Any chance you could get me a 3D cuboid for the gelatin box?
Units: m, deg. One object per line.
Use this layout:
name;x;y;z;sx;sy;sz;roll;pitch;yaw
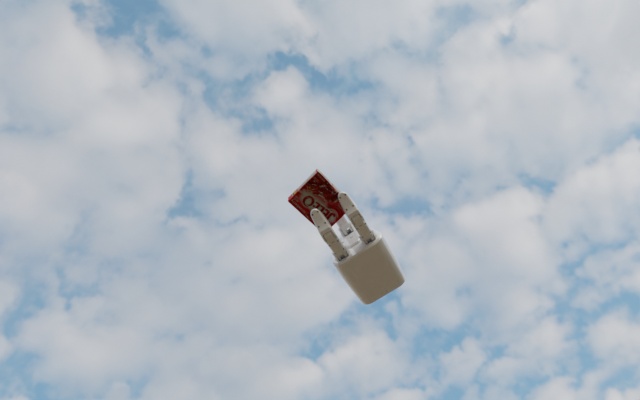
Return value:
gelatin box;0.000;0.002;0.819;0.089;0.073;0.030;44;7;-13
